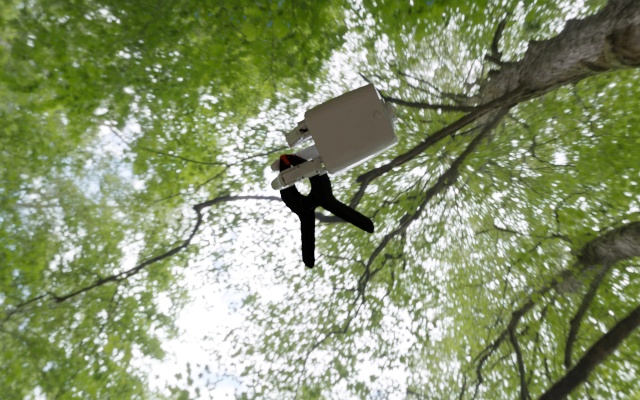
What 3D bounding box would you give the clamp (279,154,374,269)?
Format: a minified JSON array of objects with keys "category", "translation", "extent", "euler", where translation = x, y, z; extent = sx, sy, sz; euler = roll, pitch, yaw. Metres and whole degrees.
[{"category":"clamp","translation":[0.000,0.002,0.696],"extent":[0.120,0.171,0.039],"euler":[-23,0,12]}]
